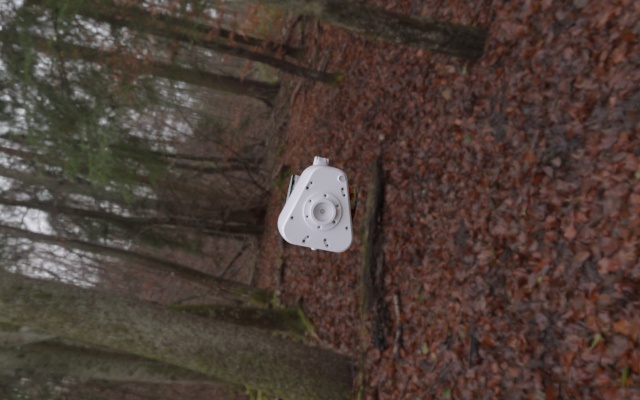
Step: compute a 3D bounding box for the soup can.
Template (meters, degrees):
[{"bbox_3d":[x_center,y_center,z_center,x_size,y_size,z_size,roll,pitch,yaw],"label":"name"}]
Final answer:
[{"bbox_3d":[0.000,0.002,0.736,0.102,0.068,0.068,11,-1,-6],"label":"soup can"}]
